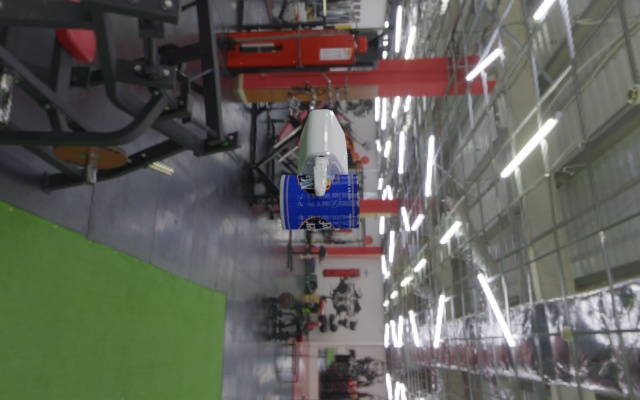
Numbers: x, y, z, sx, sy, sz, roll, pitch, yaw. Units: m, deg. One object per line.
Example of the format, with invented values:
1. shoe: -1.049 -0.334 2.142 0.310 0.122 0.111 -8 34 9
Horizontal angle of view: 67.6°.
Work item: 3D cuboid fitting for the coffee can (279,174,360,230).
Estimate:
1. coffee can: 0.000 0.003 0.879 0.140 0.103 0.103 -1 0 2
